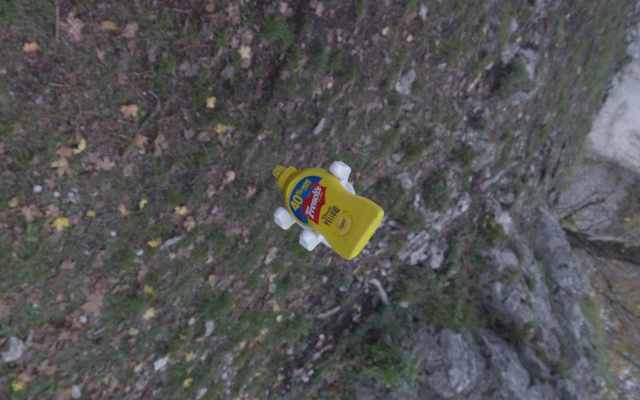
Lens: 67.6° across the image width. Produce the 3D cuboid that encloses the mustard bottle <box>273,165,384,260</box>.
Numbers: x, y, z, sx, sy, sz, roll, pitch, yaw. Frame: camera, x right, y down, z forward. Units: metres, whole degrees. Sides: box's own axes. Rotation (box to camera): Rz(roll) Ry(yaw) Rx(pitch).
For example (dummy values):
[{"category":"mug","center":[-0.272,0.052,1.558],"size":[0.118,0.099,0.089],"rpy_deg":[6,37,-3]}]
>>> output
[{"category":"mustard bottle","center":[0.000,0.003,0.770],"size":[0.191,0.096,0.058],"rpy_deg":[36,18,16]}]
